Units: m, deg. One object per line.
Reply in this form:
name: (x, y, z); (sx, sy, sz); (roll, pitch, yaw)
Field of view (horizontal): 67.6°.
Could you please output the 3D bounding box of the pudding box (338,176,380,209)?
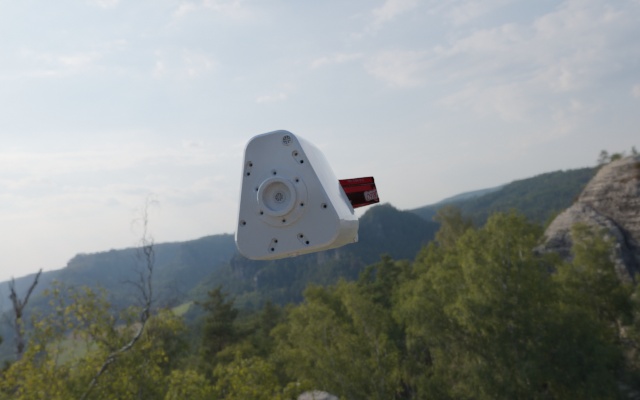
pudding box: (0.000, 0.002, 0.572); (0.113, 0.039, 0.090); (-13, -4, 38)
